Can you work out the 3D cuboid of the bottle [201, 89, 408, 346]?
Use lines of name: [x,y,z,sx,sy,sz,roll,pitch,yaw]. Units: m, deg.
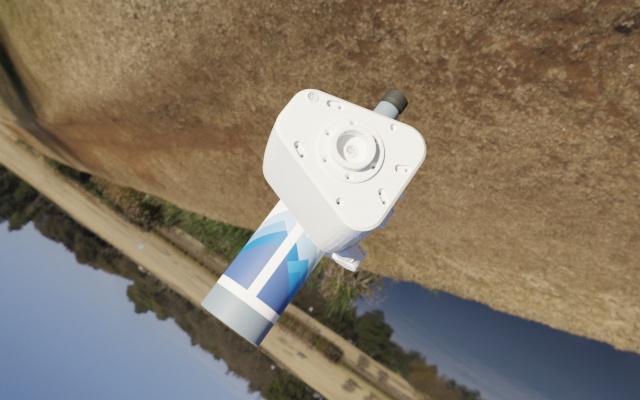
bottle: [0.000,0.002,0.481,0.069,0.295,0.069,33,-16,11]
